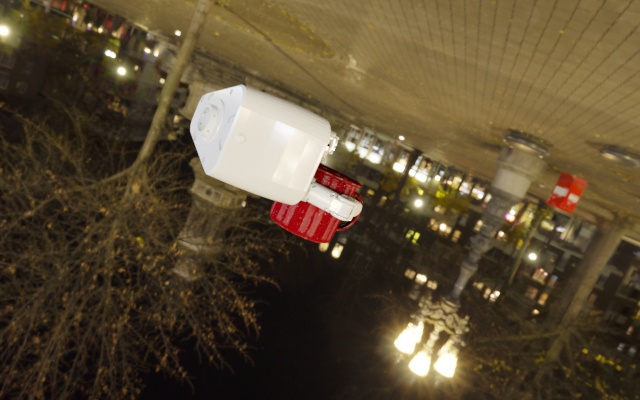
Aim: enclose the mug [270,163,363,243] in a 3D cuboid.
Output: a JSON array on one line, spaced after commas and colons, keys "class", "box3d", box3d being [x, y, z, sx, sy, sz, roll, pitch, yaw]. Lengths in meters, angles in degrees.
[{"class": "mug", "box3d": [0.001, 0.002, 0.580, 0.117, 0.081, 0.093, 20, 9, -35]}]
